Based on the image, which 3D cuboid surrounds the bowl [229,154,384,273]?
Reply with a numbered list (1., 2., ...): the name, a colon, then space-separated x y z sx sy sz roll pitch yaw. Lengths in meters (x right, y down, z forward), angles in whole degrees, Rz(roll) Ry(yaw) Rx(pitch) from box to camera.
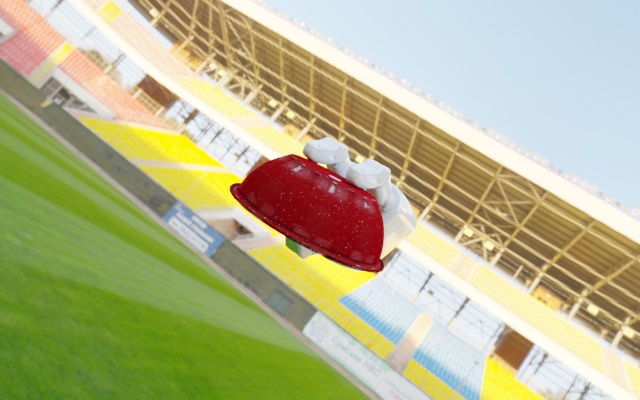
1. bowl: 0.000 0.001 0.442 0.162 0.055 0.162 28 8 -4
